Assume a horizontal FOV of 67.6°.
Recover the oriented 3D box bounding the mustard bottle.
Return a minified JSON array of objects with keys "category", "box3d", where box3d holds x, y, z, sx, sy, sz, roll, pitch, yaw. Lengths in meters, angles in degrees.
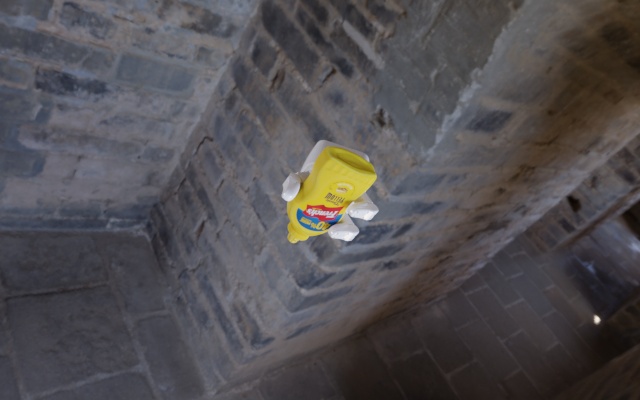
[{"category":"mustard bottle","box3d":[0.000,0.003,0.784,0.096,0.058,0.192,18,-53,-30]}]
